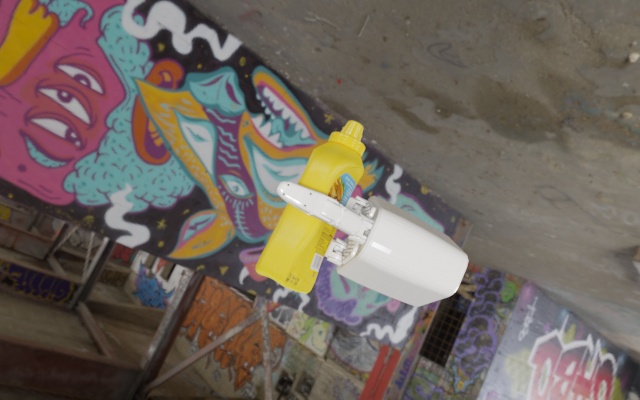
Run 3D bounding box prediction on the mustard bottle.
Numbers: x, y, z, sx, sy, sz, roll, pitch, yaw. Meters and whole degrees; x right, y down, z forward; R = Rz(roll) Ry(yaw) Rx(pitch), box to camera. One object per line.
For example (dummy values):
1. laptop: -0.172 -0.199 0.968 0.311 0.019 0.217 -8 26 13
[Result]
1. mustard bottle: 0.000 0.002 0.514 0.058 0.191 0.096 23 -8 20
